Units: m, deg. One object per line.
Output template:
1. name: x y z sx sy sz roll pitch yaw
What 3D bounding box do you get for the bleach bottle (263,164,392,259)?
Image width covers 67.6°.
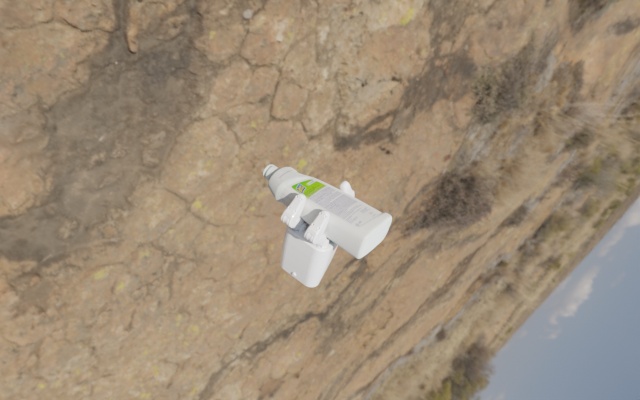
1. bleach bottle: 0.000 0.003 0.879 0.250 0.068 0.102 34 40 23
